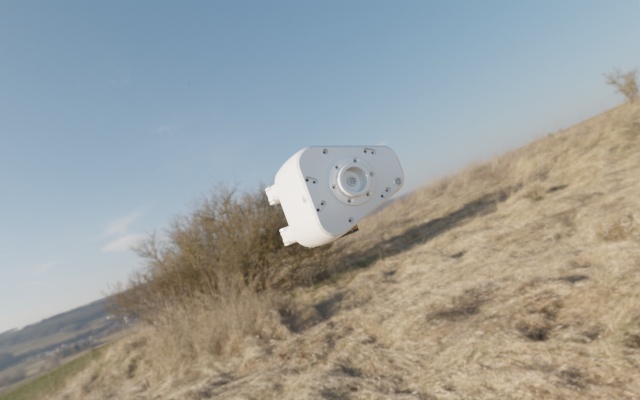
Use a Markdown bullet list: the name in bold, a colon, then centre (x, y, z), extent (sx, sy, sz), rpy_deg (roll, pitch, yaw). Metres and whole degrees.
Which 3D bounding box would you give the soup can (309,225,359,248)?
- **soup can**: centre (0.000, 0.002, 0.610), extent (0.068, 0.102, 0.068), rpy_deg (-20, -3, -1)
